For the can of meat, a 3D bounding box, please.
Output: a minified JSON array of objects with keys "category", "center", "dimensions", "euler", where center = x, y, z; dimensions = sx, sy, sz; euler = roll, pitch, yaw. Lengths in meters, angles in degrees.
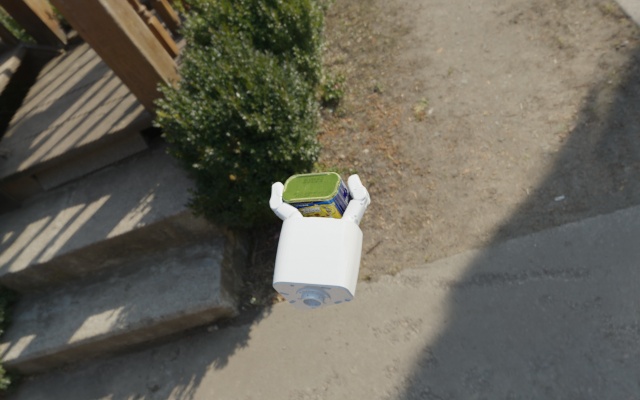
[{"category":"can of meat","center":[0.000,0.002,0.753],"dimensions":[0.102,0.057,0.084],"euler":[-4,-37,27]}]
